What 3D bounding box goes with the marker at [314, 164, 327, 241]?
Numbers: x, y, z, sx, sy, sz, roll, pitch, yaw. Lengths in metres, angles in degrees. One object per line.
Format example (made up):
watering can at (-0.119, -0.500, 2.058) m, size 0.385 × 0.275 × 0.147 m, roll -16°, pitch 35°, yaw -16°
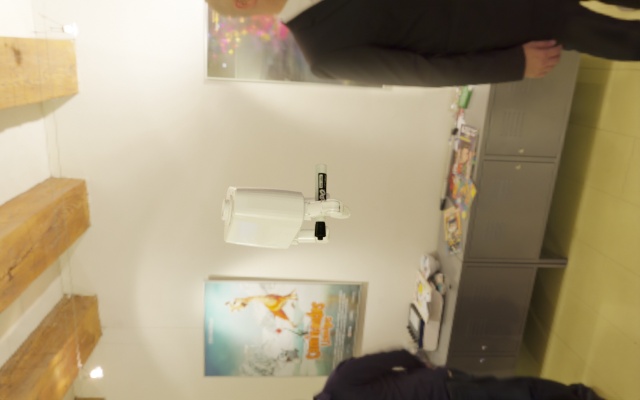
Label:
marker at (0.000, 0.002, 0.744) m, size 0.020 × 0.121 × 0.020 m, roll 1°, pitch -16°, yaw 0°
